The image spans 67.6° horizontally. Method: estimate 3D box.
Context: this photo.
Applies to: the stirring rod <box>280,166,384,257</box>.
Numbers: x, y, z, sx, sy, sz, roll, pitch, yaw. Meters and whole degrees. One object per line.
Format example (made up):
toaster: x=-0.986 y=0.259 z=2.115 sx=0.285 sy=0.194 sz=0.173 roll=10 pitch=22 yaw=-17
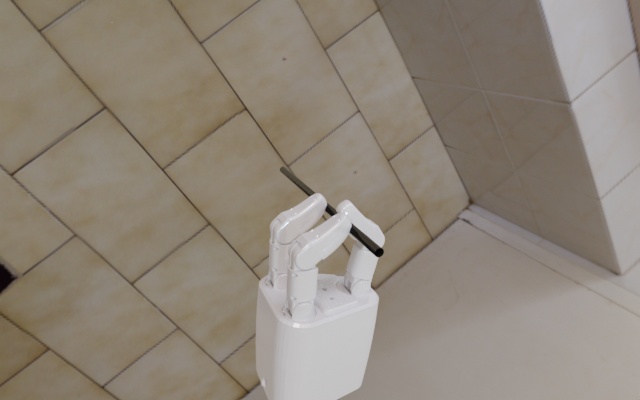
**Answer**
stirring rod: x=0.000 y=0.002 z=0.473 sx=0.011 sy=0.011 sz=0.239 roll=0 pitch=19 yaw=-24
